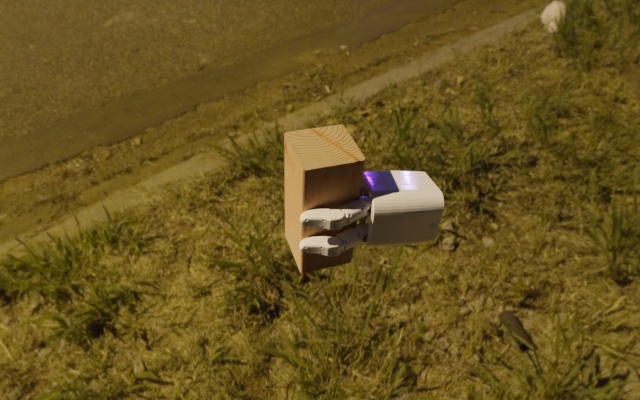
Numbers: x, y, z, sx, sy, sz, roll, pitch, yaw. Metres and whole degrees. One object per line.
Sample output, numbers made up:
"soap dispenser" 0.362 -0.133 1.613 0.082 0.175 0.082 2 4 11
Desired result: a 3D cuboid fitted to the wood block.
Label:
"wood block" 0.000 0.002 0.712 0.090 0.206 0.090 -11 44 -15
